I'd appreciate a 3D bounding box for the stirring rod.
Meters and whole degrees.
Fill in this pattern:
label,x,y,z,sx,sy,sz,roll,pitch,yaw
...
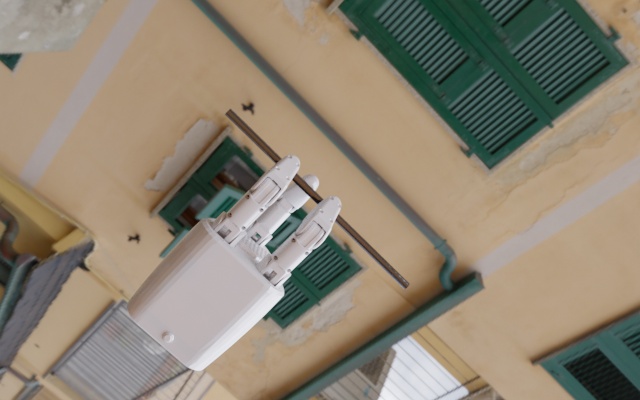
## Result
label,x,y,z,sx,sy,sz,roll,pitch,yaw
stirring rod,0.000,0.001,0.456,0.239,0.011,0.011,44,-8,-8
